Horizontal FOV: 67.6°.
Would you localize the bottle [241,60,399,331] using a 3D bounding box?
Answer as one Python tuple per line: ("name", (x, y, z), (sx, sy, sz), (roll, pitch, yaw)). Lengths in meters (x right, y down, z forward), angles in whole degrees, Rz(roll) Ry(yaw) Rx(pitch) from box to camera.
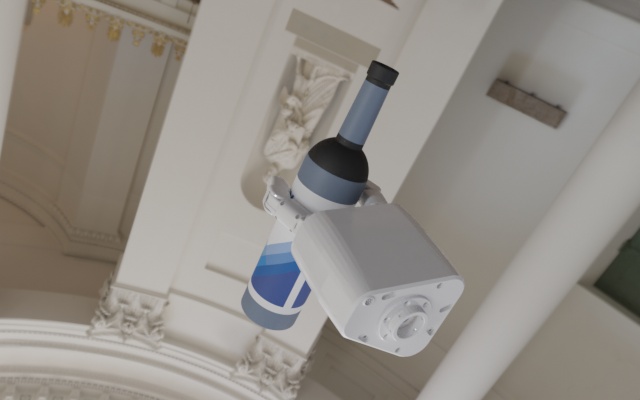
("bottle", (0.000, 0.002, 0.487), (0.069, 0.296, 0.069), (22, 23, -10))
